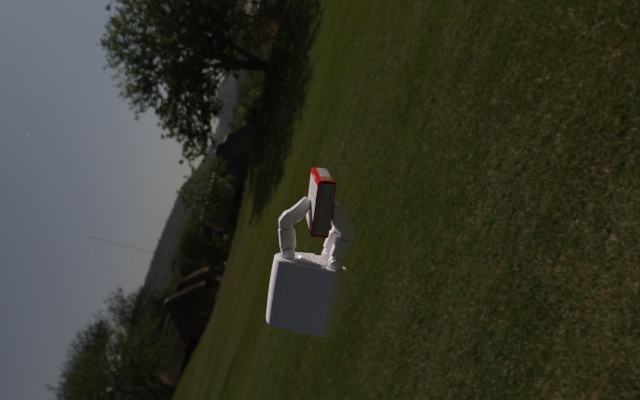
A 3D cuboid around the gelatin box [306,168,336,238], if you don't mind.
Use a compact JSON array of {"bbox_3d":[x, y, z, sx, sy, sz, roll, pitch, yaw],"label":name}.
[{"bbox_3d":[0.000,0.002,0.726,0.030,0.089,0.073,4,20,-10],"label":"gelatin box"}]
